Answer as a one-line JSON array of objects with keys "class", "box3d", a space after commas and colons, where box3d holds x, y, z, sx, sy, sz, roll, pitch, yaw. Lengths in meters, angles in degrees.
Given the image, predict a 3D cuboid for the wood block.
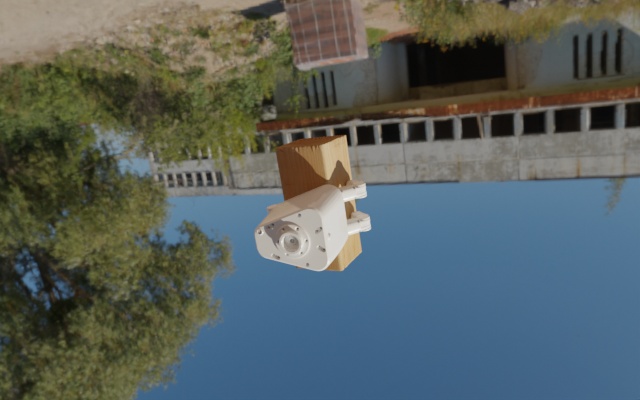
[{"class": "wood block", "box3d": [0.000, 0.003, 0.795, 0.091, 0.206, 0.090, -1, 17, 28]}]
